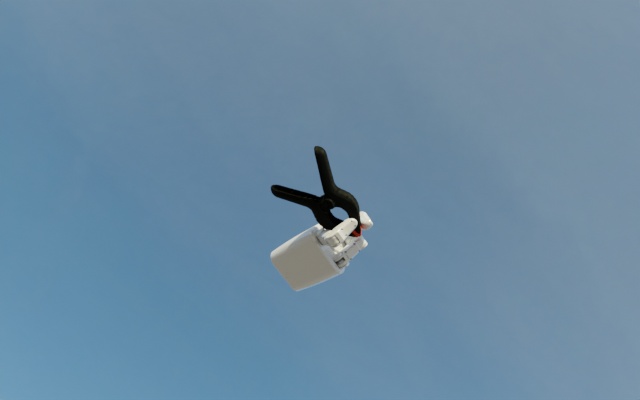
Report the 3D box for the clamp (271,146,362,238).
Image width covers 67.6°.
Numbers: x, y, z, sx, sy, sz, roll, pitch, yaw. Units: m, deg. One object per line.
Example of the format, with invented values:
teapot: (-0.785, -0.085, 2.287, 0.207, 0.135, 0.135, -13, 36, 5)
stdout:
clamp: (0.000, 0.002, 0.814, 0.120, 0.171, 0.039, -29, 16, 27)
